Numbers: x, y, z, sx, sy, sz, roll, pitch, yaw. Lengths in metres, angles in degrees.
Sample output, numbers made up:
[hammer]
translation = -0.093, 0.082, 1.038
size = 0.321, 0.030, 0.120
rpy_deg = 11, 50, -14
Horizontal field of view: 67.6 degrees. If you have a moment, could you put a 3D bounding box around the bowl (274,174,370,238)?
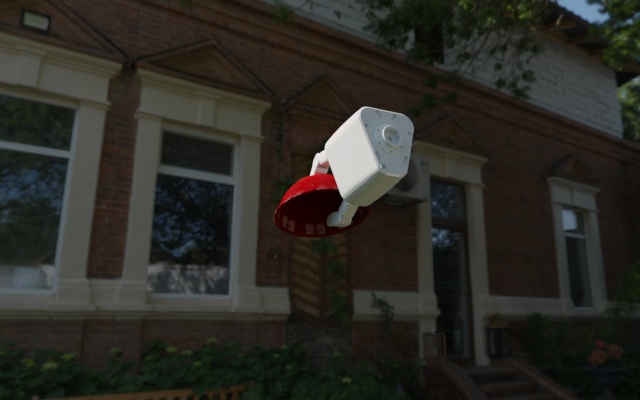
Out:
[bowl]
translation = -0.001, 0.003, 0.811
size = 0.162, 0.055, 0.162
rpy_deg = -6, -32, -4
